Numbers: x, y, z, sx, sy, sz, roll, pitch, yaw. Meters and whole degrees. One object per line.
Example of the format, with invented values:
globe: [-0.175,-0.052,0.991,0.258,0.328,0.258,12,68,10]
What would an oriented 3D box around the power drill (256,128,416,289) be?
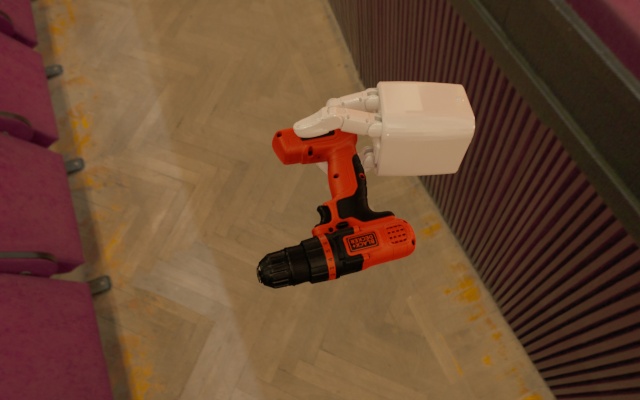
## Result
power drill: [0.000,0.001,0.565,0.184,0.187,0.057,-12,-21,-13]
